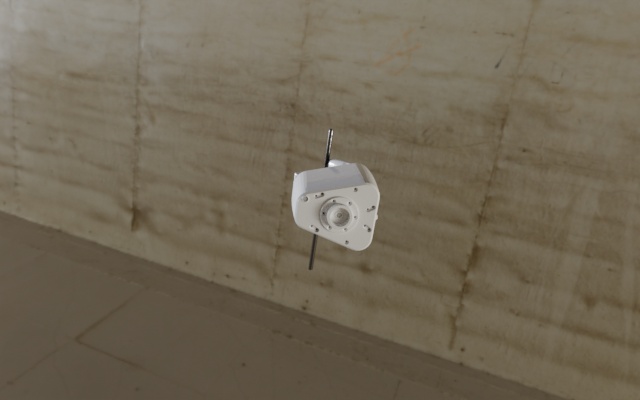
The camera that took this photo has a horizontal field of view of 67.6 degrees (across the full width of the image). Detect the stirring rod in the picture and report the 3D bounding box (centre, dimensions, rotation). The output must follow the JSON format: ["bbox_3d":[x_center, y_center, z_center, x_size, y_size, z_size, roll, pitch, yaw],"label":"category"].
[{"bbox_3d":[0.000,0.002,0.782,0.011,0.239,0.011,8,16,-2],"label":"stirring rod"}]
